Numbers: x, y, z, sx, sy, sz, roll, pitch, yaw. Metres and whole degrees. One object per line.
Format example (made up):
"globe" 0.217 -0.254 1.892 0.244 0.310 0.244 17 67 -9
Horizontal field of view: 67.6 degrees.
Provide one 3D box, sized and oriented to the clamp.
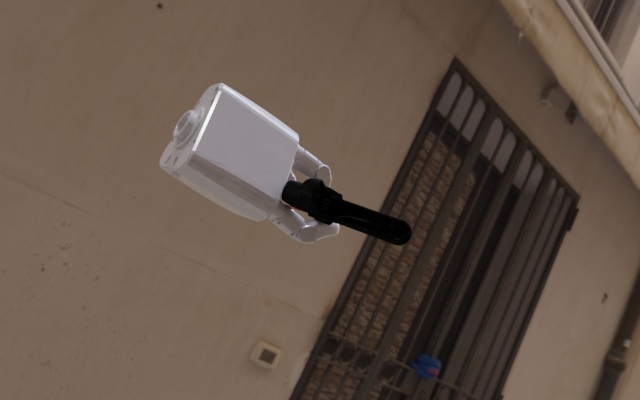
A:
"clamp" 0.000 0.001 0.491 0.120 0.039 0.171 33 -12 -33
